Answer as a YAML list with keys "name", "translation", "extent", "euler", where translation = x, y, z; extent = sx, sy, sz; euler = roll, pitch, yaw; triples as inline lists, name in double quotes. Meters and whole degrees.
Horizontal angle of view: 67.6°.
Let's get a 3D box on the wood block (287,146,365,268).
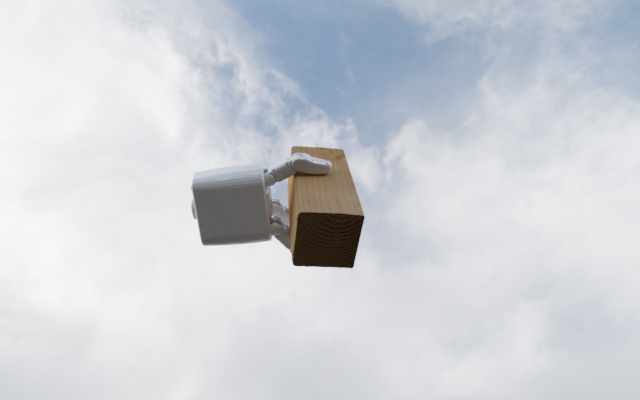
- name: "wood block"
  translation: [0.000, 0.002, 0.725]
  extent: [0.090, 0.091, 0.206]
  euler: [3, 31, -8]
